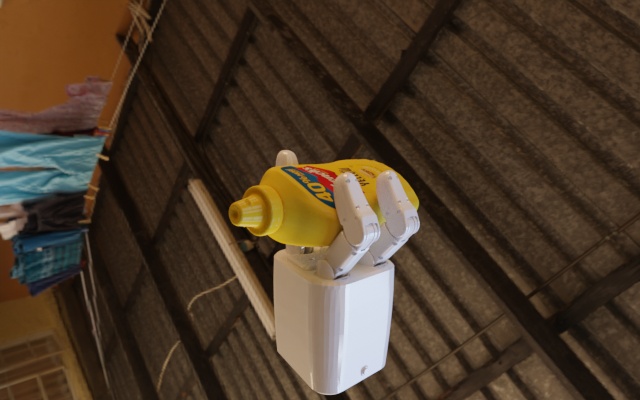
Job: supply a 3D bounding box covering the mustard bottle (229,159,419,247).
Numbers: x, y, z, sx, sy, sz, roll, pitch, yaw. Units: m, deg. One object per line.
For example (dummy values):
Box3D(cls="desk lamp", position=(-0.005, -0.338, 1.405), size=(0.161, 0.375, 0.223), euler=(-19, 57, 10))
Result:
Box3D(cls="mustard bottle", position=(0.000, 0.001, 0.438), size=(0.191, 0.058, 0.096), euler=(-9, 39, -45))
